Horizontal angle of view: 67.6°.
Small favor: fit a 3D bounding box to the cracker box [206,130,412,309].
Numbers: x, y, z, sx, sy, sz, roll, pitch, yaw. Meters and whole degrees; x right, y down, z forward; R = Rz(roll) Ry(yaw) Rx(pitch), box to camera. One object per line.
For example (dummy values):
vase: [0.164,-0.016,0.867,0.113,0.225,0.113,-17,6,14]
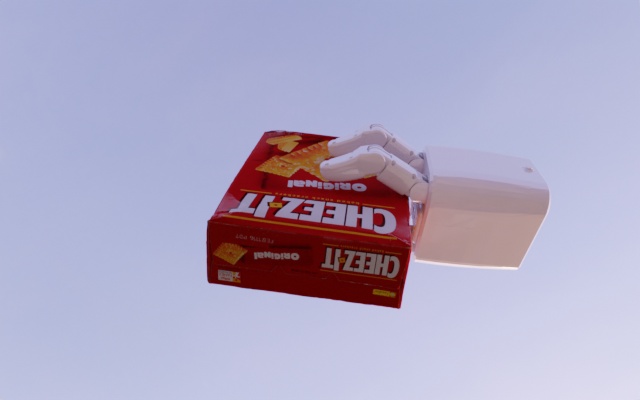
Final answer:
cracker box: [0.000,0.002,0.470,0.164,0.072,0.213,7,28,4]
